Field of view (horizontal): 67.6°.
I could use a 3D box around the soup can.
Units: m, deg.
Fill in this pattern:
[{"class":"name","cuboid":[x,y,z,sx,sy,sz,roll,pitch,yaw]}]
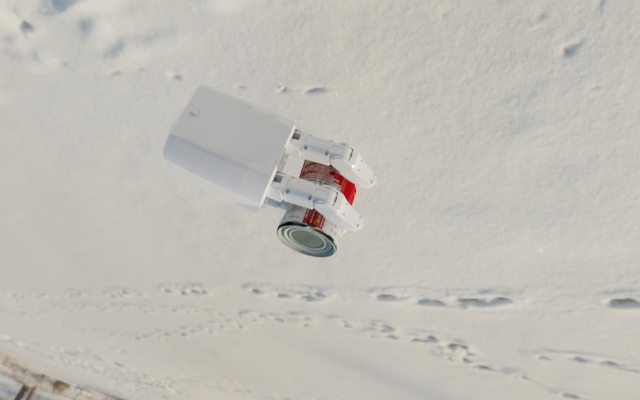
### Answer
[{"class":"soup can","cuboid":[0.000,0.002,0.517,0.068,0.102,0.068,15,-30,9]}]
